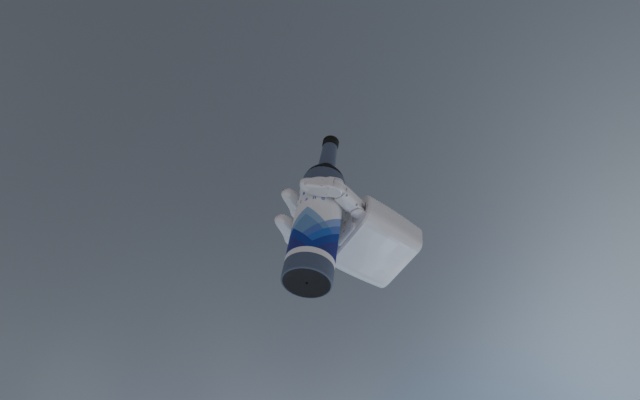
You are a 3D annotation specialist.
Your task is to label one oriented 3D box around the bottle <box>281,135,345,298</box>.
[{"bbox_3d":[0.000,0.002,0.703,0.069,0.069,0.295,0,44,10],"label":"bottle"}]
